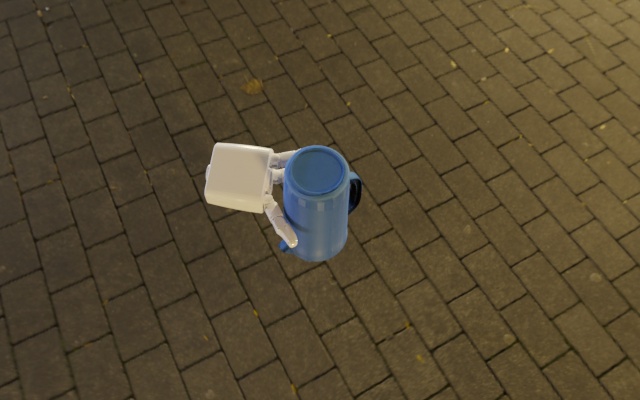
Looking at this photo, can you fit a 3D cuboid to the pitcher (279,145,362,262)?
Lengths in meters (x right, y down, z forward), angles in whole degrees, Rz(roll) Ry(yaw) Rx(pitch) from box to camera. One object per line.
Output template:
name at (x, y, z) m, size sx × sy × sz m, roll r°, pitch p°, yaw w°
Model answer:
pitcher at (0.000, 0.003, 0.876) m, size 0.145 × 0.149 × 0.243 m, roll 11°, pitch -28°, yaw 4°
